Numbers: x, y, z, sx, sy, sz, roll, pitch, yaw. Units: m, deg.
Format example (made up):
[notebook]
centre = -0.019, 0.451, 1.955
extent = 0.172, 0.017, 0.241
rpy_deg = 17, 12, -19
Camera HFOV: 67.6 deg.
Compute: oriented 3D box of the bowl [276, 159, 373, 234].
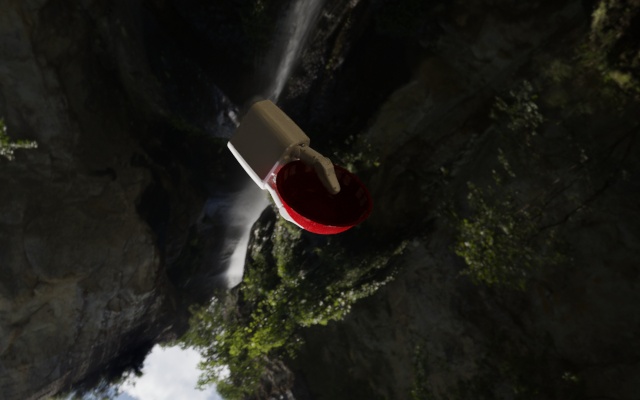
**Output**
[bowl]
centre = 0.001, 0.004, 0.776
extent = 0.162, 0.055, 0.162
rpy_deg = 13, 39, -11
